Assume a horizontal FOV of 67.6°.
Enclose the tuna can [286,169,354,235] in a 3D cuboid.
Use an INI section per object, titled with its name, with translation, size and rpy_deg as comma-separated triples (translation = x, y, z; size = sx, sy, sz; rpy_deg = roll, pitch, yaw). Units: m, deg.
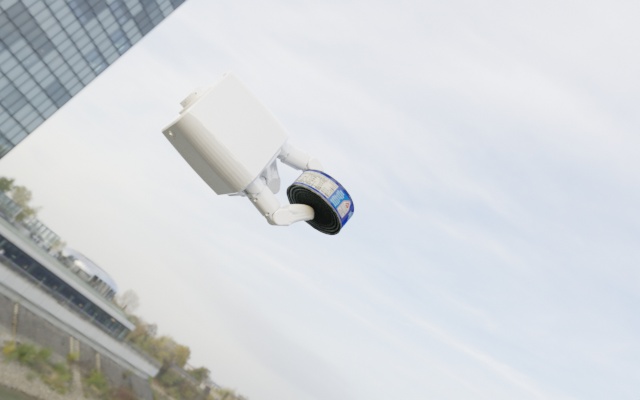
[tuna can]
translation = 0.000, 0.002, 0.603
size = 0.033, 0.086, 0.086
rpy_deg = -48, 26, -26
